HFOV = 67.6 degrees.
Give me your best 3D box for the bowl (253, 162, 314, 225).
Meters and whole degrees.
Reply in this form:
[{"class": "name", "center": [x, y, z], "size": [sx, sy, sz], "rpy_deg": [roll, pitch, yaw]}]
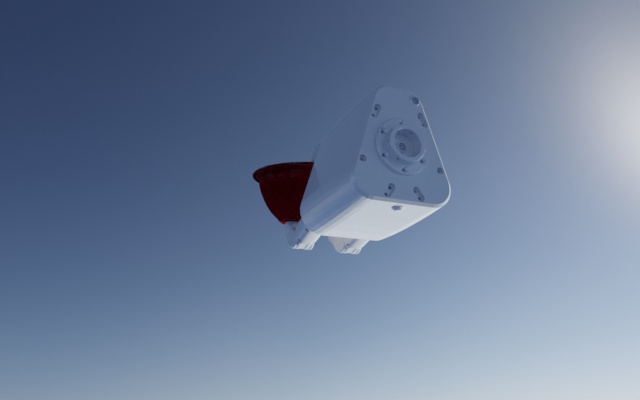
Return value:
[{"class": "bowl", "center": [0.000, 0.002, 0.557], "size": [0.162, 0.055, 0.162], "rpy_deg": [3, -10, 1]}]
